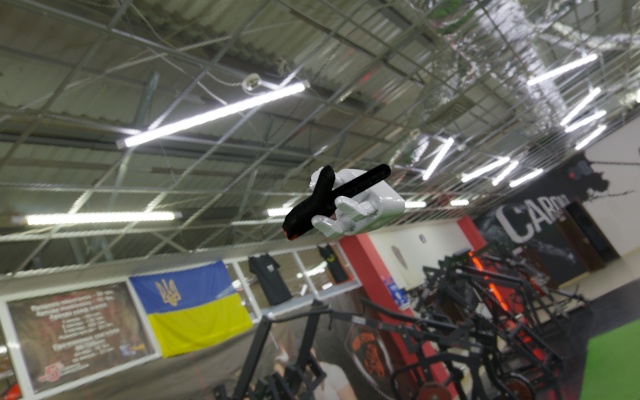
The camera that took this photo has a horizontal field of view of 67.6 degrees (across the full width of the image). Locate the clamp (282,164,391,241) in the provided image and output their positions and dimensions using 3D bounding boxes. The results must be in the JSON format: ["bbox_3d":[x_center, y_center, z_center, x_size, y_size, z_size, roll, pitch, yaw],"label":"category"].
[{"bbox_3d":[0.000,0.002,0.777,0.210,0.036,0.164,-38,-21,28],"label":"clamp"}]
